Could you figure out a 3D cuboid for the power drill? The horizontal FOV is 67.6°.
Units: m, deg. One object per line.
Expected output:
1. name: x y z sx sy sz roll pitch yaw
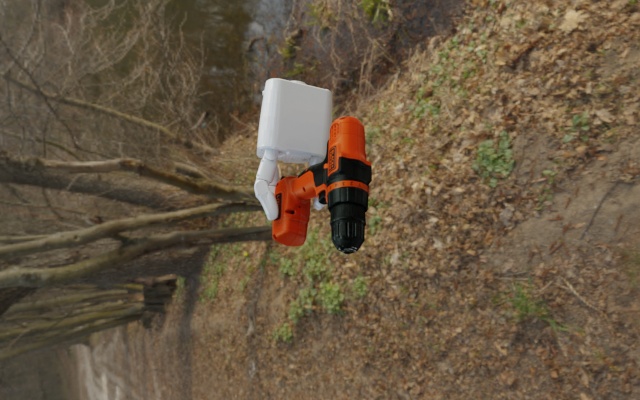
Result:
1. power drill: 0.000 0.002 0.651 0.057 0.184 0.188 18 -30 -28
